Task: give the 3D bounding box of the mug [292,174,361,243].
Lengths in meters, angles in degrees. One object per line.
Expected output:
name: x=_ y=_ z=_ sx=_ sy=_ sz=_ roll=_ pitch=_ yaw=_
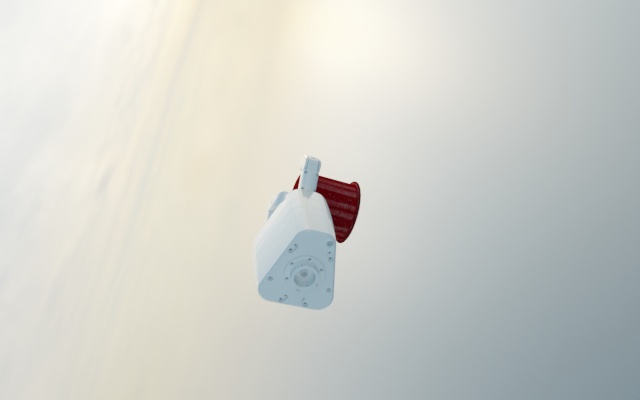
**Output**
mug: x=0.000 y=0.002 z=0.695 sx=0.081 sy=0.093 sz=0.117 roll=15 pitch=21 yaw=-15
